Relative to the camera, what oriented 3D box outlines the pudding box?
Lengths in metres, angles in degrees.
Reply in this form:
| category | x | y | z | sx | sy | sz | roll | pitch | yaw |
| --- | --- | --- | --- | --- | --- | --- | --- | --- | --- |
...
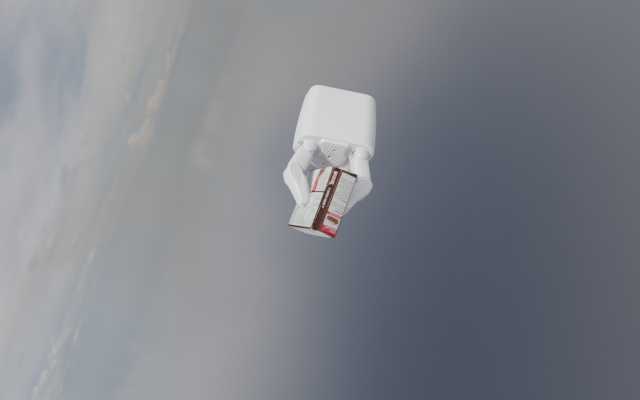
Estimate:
| category | x | y | z | sx | sy | sz | roll | pitch | yaw |
| --- | --- | --- | --- | --- | --- | --- | --- | --- | --- |
| pudding box | 0.000 | 0.002 | 0.654 | 0.039 | 0.090 | 0.113 | 22 | -7 | -16 |
